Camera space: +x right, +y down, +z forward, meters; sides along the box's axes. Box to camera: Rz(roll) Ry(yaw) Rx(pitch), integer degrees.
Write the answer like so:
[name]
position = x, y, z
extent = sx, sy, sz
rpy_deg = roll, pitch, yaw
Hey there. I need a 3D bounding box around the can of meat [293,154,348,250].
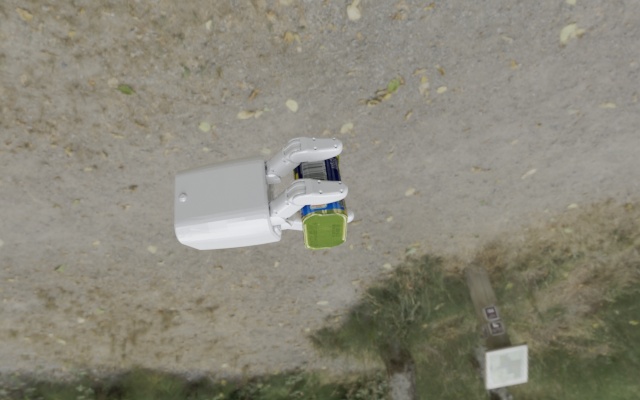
[can of meat]
position = 0.000, 0.002, 0.570
extent = 0.057, 0.084, 0.102
rpy_deg = -7, -29, -2
